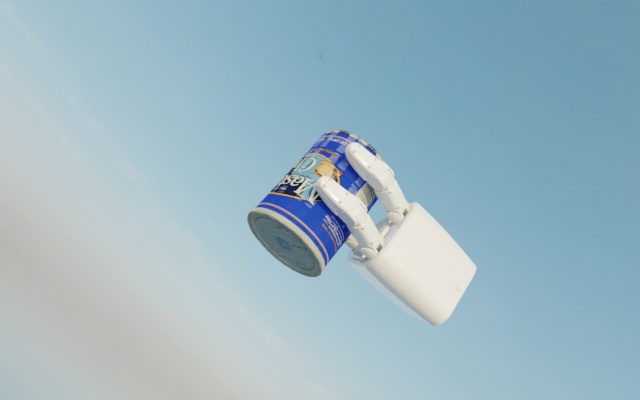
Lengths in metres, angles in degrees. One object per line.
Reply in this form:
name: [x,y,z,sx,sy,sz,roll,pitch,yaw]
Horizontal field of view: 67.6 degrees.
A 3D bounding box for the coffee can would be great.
coffee can: [0.000,0.002,0.548,0.103,0.103,0.140,0,43,53]
